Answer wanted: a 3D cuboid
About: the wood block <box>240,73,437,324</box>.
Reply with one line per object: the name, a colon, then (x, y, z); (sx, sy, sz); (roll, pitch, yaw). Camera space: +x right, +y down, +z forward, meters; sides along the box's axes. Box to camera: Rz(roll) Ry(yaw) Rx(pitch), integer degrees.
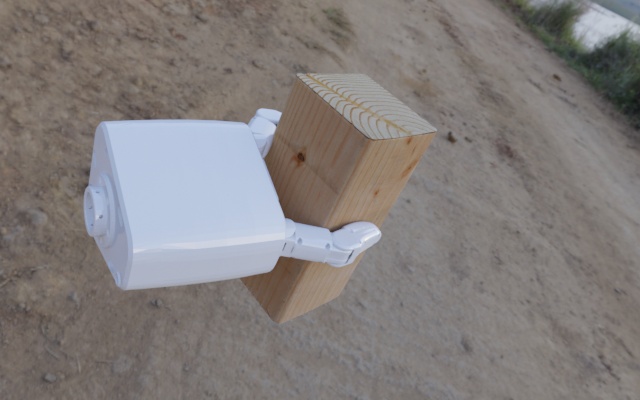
wood block: (0.000, 0.002, 0.428); (0.090, 0.206, 0.090); (-14, 50, -44)
